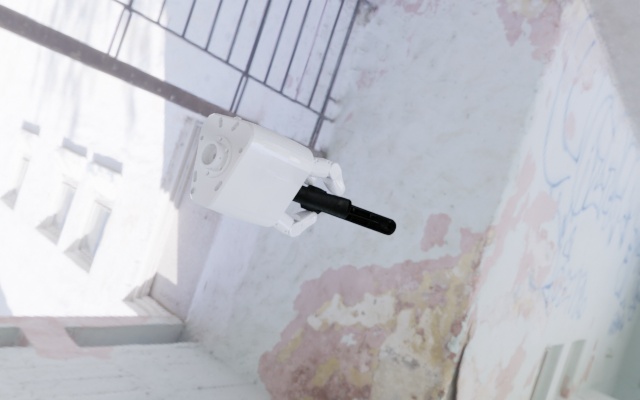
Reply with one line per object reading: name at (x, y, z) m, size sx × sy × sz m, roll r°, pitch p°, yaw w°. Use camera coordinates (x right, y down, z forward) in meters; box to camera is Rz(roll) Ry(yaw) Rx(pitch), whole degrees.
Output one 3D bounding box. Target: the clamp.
clamp at (-0.001, 0.003, 0.686) m, size 0.210 × 0.036 × 0.164 m, roll 19°, pitch -3°, yaw 39°
